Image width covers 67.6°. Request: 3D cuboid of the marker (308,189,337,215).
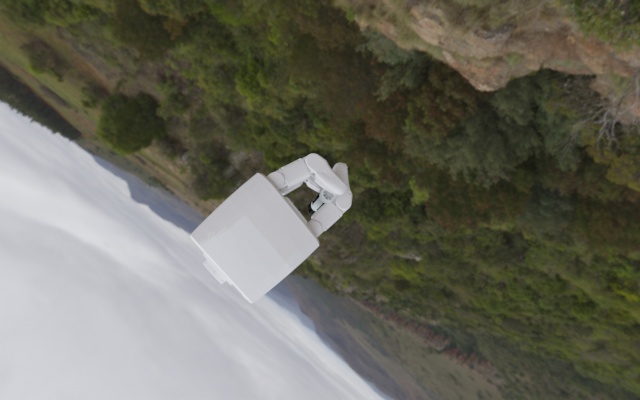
[{"bbox_3d":[0.000,0.002,0.621,0.020,0.020,0.121,0,-9,-10],"label":"marker"}]
